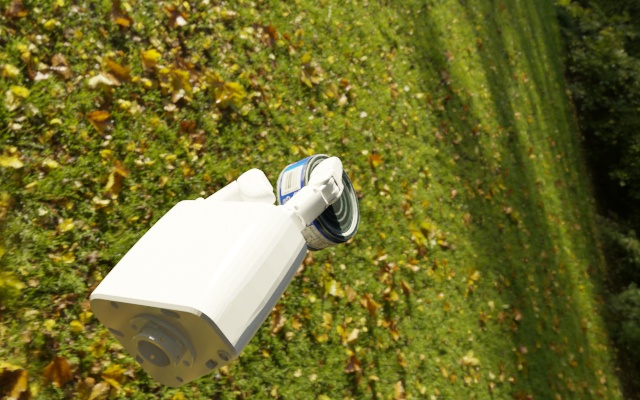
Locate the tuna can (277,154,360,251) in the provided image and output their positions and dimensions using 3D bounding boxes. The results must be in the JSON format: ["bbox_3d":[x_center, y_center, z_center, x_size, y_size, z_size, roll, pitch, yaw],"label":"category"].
[{"bbox_3d":[0.001,0.001,0.442,0.034,0.086,0.086,-20,-11,33],"label":"tuna can"}]
